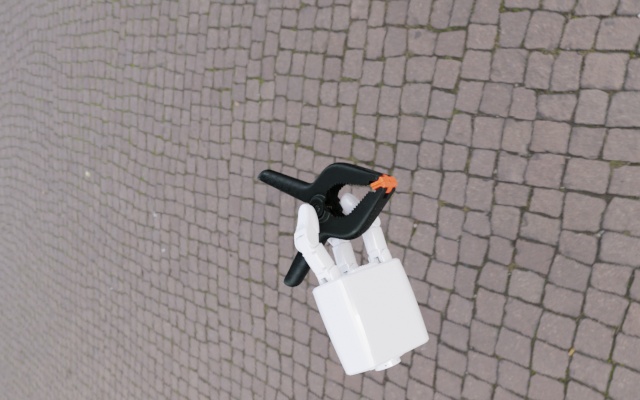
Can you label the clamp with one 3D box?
[{"bbox_3d":[0.000,0.002,0.599,0.210,0.164,0.036,-32,-17,38],"label":"clamp"}]
